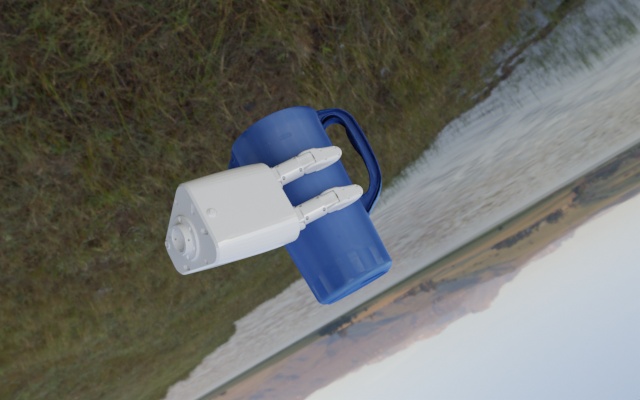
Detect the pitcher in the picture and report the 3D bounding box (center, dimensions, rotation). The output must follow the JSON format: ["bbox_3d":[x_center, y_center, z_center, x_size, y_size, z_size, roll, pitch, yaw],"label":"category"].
[{"bbox_3d":[0.000,0.002,0.630,0.145,0.242,0.149,-16,-19,-44],"label":"pitcher"}]
